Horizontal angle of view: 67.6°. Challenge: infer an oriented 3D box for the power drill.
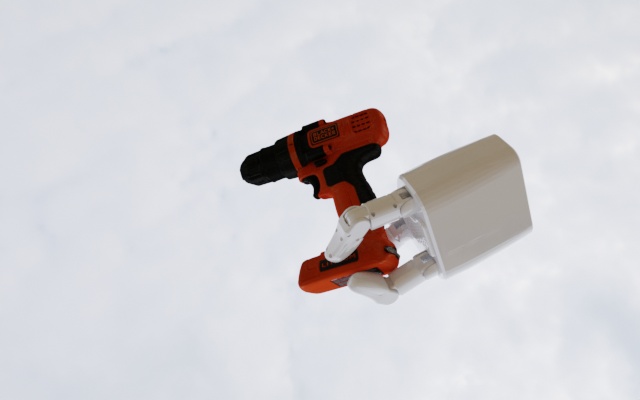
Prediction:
[{"bbox_3d":[0.000,0.002,0.525,0.184,0.187,0.057,-19,-24,18],"label":"power drill"}]
